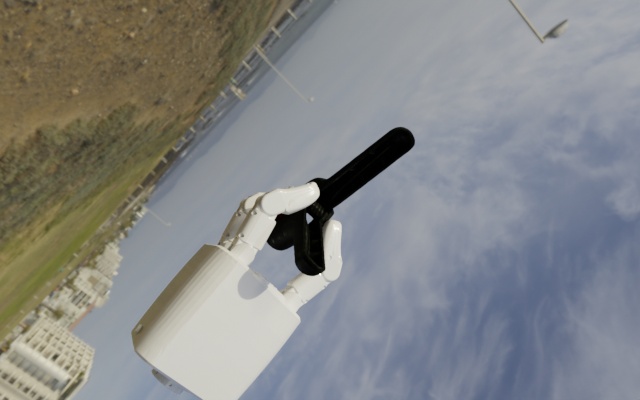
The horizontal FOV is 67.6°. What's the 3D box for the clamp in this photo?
[{"bbox_3d":[0.000,0.002,0.483,0.036,0.164,0.210,46,-19,-14],"label":"clamp"}]
